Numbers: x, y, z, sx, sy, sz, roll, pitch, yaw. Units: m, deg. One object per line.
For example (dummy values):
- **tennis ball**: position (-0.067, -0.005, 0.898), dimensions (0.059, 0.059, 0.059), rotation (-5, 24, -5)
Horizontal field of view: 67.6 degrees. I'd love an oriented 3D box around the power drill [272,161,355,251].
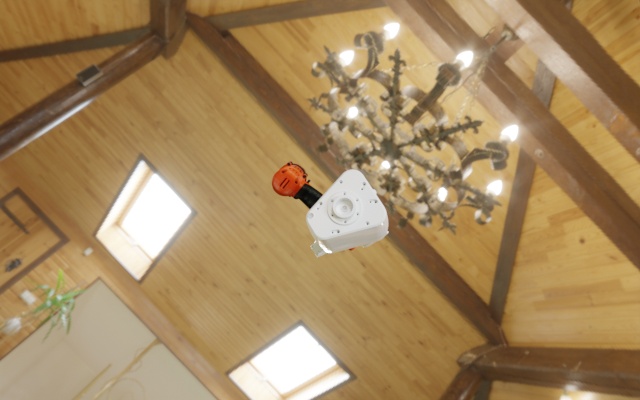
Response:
- **power drill**: position (0.001, 0.003, 0.851), dimensions (0.187, 0.057, 0.184), rotation (37, 10, -2)
